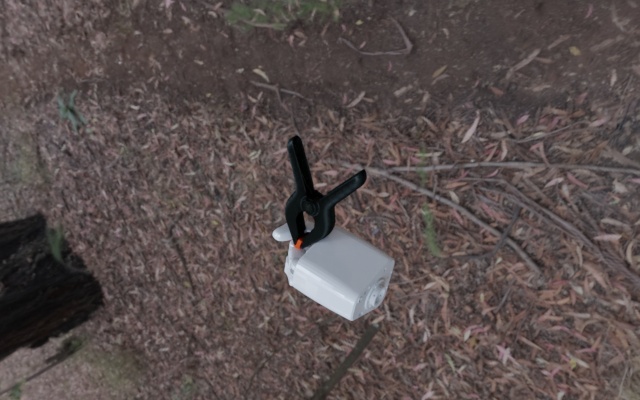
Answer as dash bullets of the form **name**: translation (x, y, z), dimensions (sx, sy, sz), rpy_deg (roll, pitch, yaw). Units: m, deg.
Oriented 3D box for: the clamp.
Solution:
- **clamp**: translation (0.000, 0.003, 0.675), dimensions (0.120, 0.172, 0.039), rpy_deg (25, 37, 26)
